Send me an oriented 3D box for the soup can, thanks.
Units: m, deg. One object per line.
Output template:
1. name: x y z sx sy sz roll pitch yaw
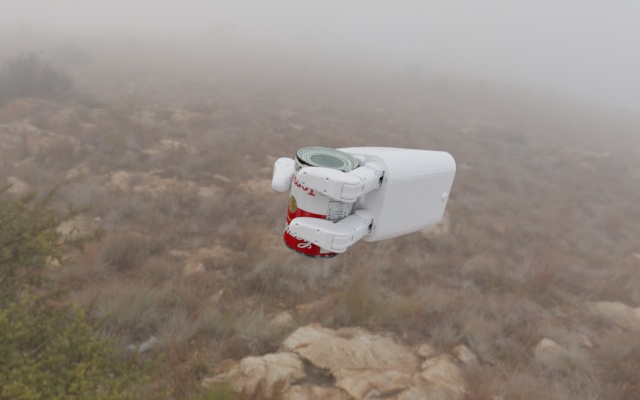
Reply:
1. soup can: 0.000 0.001 0.508 0.068 0.102 0.068 8 24 -4
